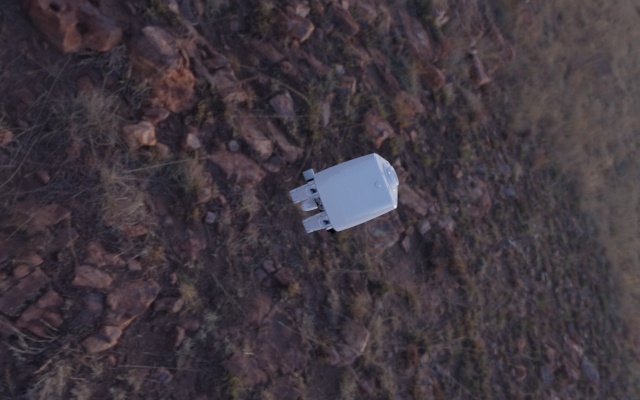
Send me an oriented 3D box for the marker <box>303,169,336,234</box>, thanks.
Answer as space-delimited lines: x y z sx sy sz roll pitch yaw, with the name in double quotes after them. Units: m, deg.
0.000 0.003 0.847 0.020 0.121 0.020 -23 5 2 "marker"
